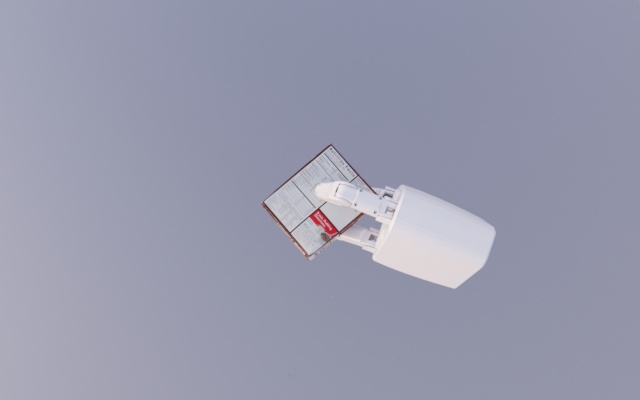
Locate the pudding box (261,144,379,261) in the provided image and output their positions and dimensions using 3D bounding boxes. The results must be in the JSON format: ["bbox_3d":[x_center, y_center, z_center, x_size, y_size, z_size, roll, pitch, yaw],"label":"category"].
[{"bbox_3d":[0.000,0.002,0.570,0.113,0.090,0.039,-40,-8,-7],"label":"pudding box"}]
